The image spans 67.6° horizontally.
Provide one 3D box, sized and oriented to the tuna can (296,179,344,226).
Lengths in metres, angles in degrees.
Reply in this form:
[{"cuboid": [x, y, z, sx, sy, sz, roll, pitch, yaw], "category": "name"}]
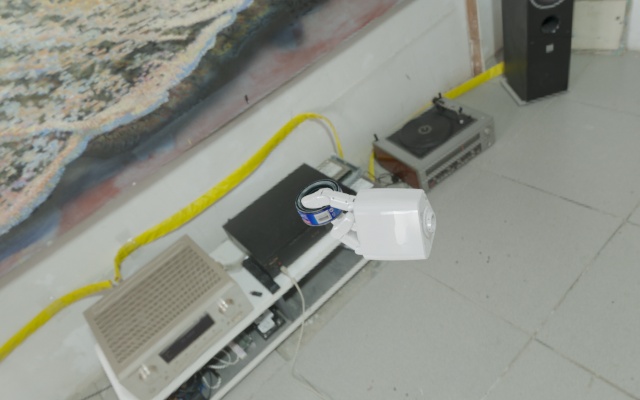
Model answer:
[{"cuboid": [0.000, 0.002, 0.839, 0.086, 0.034, 0.086, -17, 38, 14], "category": "tuna can"}]
